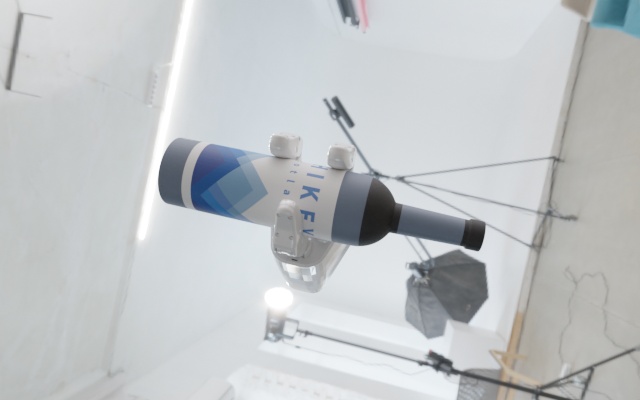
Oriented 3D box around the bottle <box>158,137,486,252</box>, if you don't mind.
[{"bbox_3d":[0.000,0.001,0.443,0.295,0.069,0.069,12,2,9],"label":"bottle"}]
